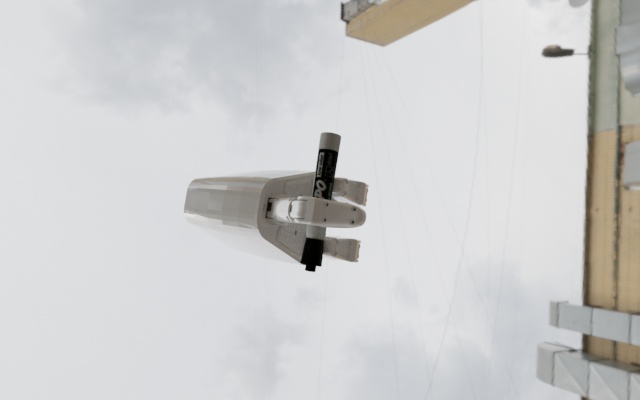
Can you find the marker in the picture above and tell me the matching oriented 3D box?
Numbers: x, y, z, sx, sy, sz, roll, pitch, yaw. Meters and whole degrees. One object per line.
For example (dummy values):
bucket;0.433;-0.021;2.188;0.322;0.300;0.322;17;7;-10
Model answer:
marker;0.000;0.001;0.415;0.020;0.121;0.020;9;-5;1
